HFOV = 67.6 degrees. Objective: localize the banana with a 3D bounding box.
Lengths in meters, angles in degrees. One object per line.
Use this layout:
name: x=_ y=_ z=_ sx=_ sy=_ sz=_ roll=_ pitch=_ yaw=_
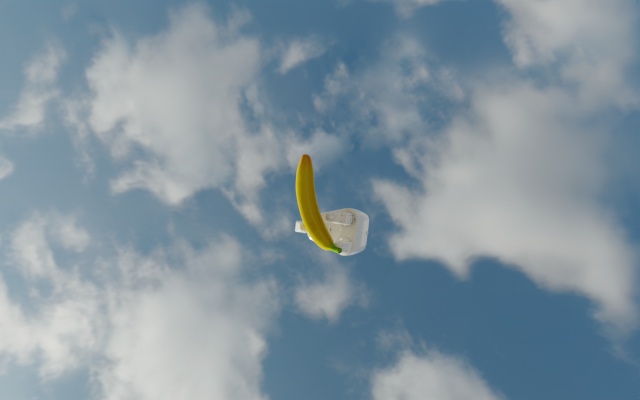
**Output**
banana: x=-0.012 y=0.012 z=0.910 sx=0.070 sy=0.198 sz=0.037 roll=-26 pitch=-8 yaw=38
